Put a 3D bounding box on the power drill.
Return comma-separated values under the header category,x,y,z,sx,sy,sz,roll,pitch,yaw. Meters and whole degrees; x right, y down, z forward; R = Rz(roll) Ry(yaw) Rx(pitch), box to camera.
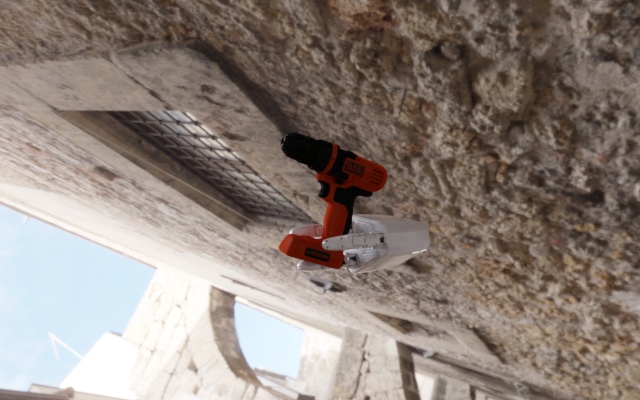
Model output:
category,x,y,z,sx,sy,sz,roll,pitch,yaw
power drill,0.000,0.003,0.750,0.184,0.187,0.057,20,2,-20
